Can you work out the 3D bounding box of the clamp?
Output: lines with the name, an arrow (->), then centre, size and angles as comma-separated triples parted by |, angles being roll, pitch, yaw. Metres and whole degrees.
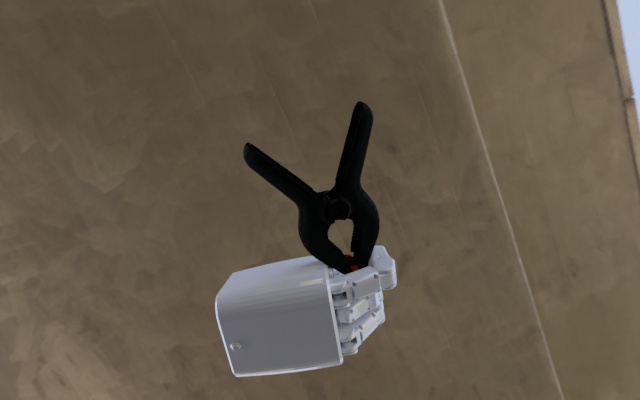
clamp -> 0.000, 0.001, 0.450 | 0.120, 0.171, 0.039 | -11, 19, -1
